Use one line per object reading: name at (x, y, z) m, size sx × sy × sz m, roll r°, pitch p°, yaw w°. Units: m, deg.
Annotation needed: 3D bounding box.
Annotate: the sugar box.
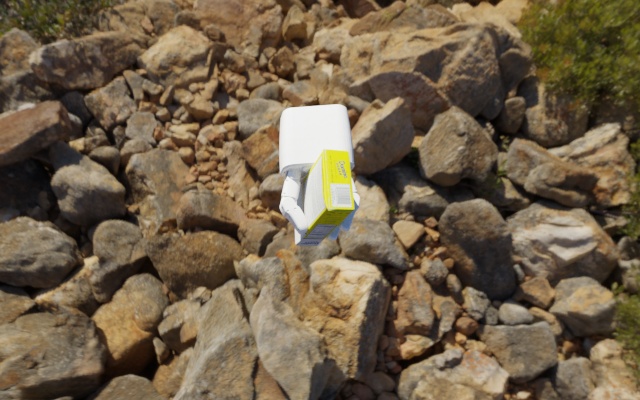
sugar box at (0.001, 0.002, 0.731) m, size 0.048 × 0.093 × 0.176 m, roll 2°, pitch -21°, yaw -15°
